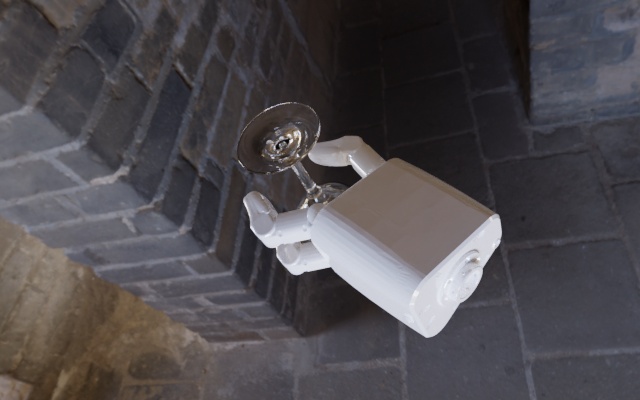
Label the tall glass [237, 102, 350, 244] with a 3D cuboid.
[{"bbox_3d":[0.000,0.001,0.463,0.079,0.079,0.201,0,-32,24],"label":"tall glass"}]
